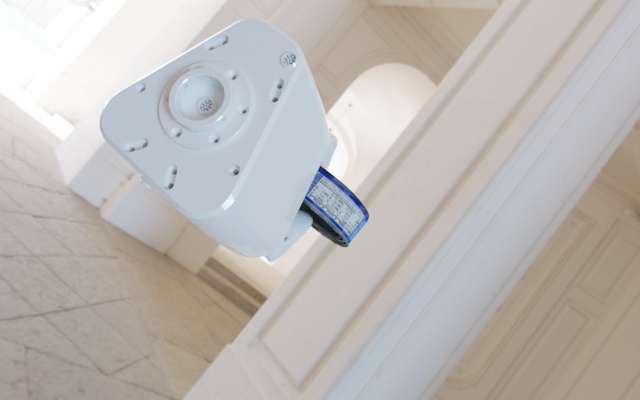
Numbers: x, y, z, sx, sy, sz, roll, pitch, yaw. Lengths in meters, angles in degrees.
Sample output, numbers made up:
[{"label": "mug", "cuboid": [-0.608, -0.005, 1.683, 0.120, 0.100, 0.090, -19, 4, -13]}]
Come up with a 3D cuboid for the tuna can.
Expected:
[{"label": "tuna can", "cuboid": [0.000, 0.001, 0.417, 0.086, 0.033, 0.086, 39, -10, 8]}]
